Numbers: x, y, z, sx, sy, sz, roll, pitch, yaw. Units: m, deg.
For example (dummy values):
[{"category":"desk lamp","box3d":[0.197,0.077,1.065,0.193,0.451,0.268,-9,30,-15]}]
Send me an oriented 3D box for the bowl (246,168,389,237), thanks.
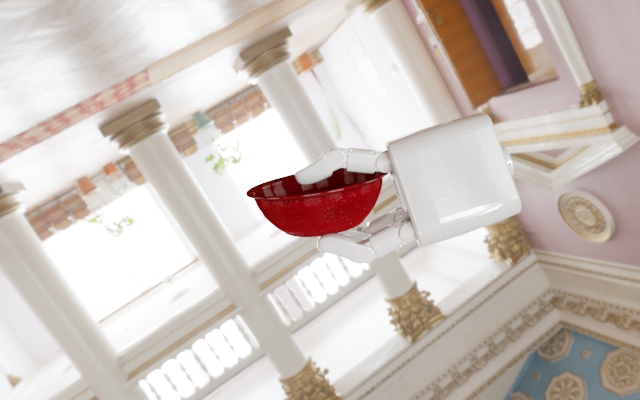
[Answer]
[{"category":"bowl","box3d":[-0.001,0.002,0.539,0.162,0.055,0.162,-9,12,2]}]
